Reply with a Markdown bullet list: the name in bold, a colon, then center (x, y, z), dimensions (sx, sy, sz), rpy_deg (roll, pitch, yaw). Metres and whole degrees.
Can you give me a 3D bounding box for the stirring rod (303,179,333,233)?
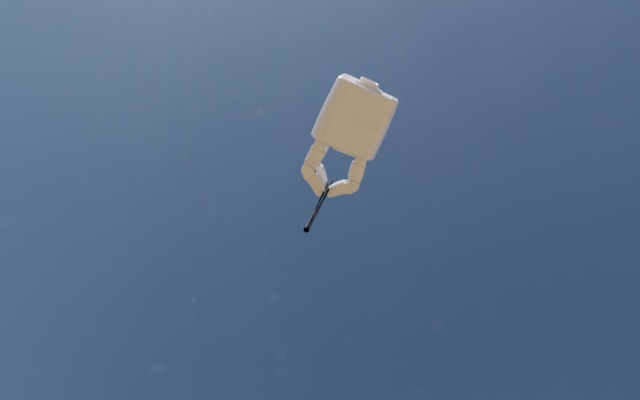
- **stirring rod**: center (0.000, 0.002, 0.758), dimensions (0.011, 0.011, 0.239), rpy_deg (0, 18, 10)
